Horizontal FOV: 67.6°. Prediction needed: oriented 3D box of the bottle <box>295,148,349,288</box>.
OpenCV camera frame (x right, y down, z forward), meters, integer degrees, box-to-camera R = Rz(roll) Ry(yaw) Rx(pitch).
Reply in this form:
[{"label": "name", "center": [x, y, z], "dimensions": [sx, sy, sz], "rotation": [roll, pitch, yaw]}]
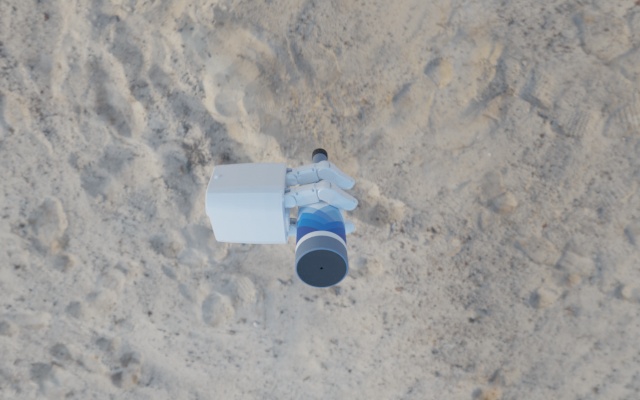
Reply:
[{"label": "bottle", "center": [0.000, 0.002, 0.708], "dimensions": [0.069, 0.069, 0.295], "rotation": [0, 34, -1]}]
